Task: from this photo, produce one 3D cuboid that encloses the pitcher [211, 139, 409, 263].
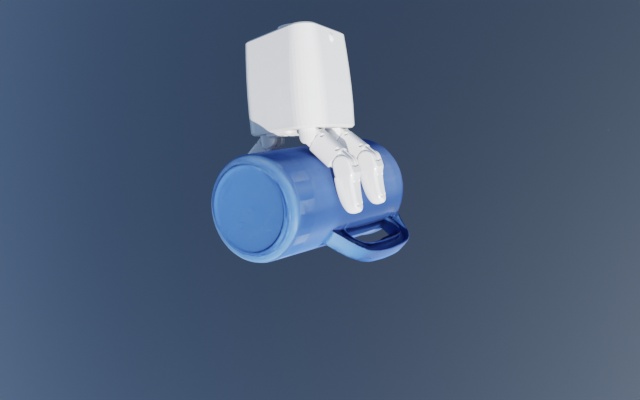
[{"bbox_3d":[0.000,0.002,0.555,0.149,0.145,0.243,-1,7,31],"label":"pitcher"}]
